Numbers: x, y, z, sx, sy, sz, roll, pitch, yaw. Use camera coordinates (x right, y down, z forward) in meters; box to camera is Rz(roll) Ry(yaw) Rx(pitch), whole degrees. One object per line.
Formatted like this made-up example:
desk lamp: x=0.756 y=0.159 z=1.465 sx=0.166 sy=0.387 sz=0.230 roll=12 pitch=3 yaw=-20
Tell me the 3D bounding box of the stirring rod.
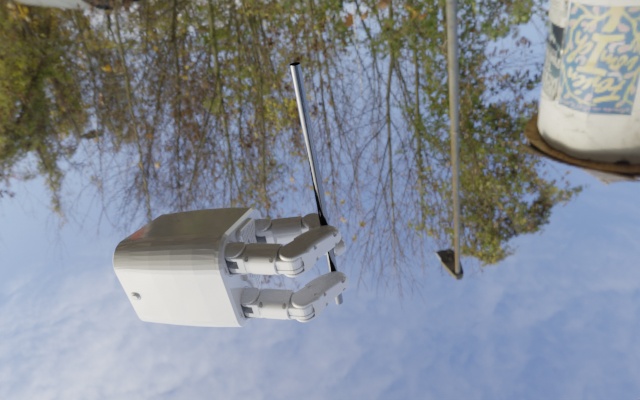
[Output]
stirring rod: x=0.000 y=0.001 z=0.408 sx=0.011 sy=0.240 sz=0.011 roll=-7 pitch=33 yaw=5
